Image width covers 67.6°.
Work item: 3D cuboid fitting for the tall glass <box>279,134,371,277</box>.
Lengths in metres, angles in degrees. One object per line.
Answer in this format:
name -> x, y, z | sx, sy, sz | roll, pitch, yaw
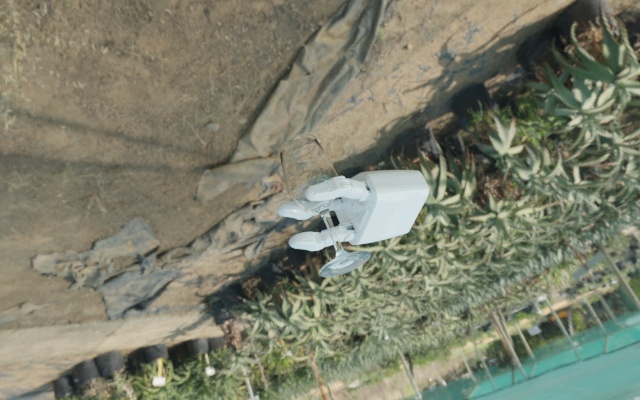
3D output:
tall glass -> 0.000, 0.003, 0.680 | 0.079, 0.201, 0.079 | -18, -25, -9
